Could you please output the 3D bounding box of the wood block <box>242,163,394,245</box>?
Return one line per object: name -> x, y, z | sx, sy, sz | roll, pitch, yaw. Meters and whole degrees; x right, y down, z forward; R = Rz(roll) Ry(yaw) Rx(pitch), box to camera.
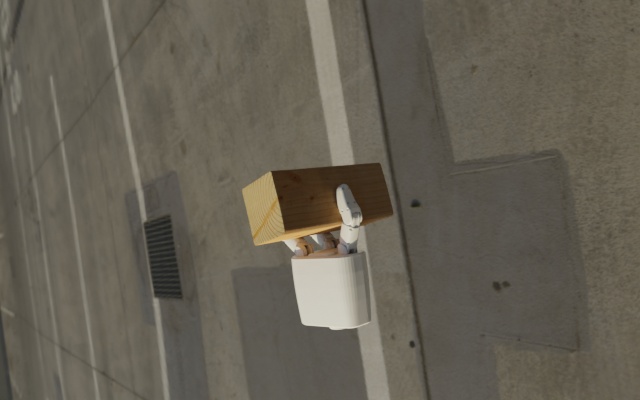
wood block -> 0.000, 0.003, 0.729 | 0.206, 0.090, 0.091 | -8, -10, -37
